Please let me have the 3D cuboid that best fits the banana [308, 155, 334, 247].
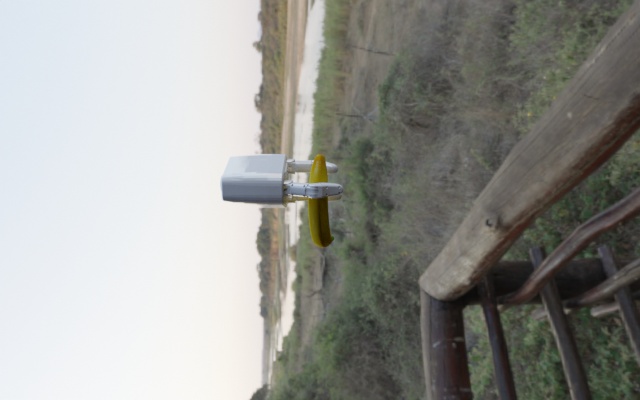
[{"bbox_3d":[-0.001,0.017,0.854,0.037,0.198,0.069,0,36,7],"label":"banana"}]
